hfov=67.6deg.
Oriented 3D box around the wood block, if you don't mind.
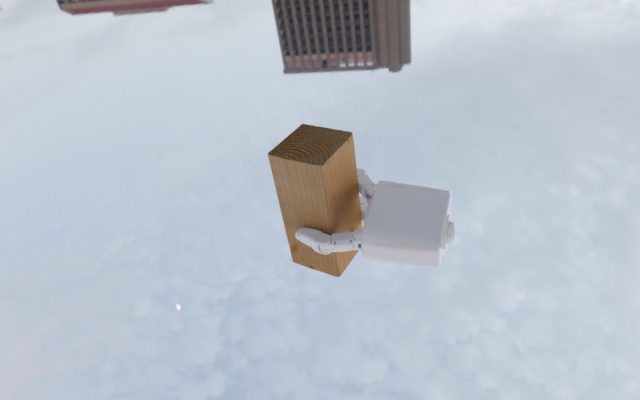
[{"bbox_3d":[0.000,0.003,0.712,0.090,0.206,0.090,15,43,29],"label":"wood block"}]
